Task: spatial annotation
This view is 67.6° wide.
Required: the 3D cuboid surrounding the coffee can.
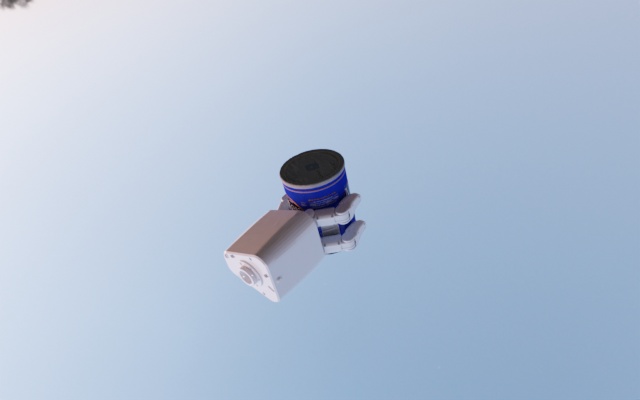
[{"bbox_3d":[0.000,0.002,0.771,0.103,0.140,0.102,-9,35,7],"label":"coffee can"}]
